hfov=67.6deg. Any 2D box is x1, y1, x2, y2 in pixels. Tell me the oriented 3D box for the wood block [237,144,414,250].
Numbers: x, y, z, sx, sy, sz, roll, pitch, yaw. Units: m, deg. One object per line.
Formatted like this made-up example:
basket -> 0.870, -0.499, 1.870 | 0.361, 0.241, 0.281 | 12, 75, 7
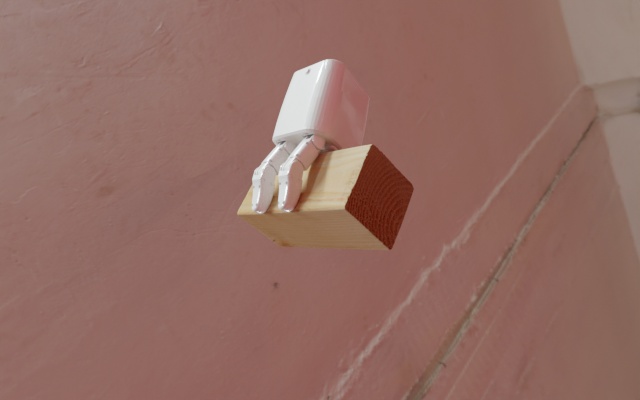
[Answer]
wood block -> 0.000, 0.002, 0.607 | 0.206, 0.090, 0.091 | -5, -37, 48
